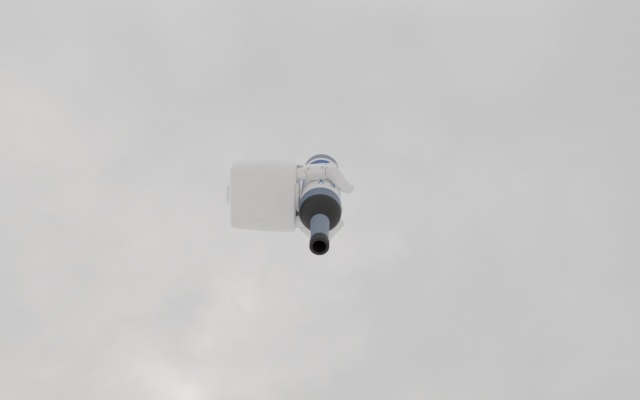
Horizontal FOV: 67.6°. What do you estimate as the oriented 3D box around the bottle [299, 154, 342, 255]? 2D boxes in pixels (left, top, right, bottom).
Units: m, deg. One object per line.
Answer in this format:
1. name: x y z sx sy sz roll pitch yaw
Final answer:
1. bottle: 0.000 0.002 0.768 0.069 0.069 0.295 0 24 1
